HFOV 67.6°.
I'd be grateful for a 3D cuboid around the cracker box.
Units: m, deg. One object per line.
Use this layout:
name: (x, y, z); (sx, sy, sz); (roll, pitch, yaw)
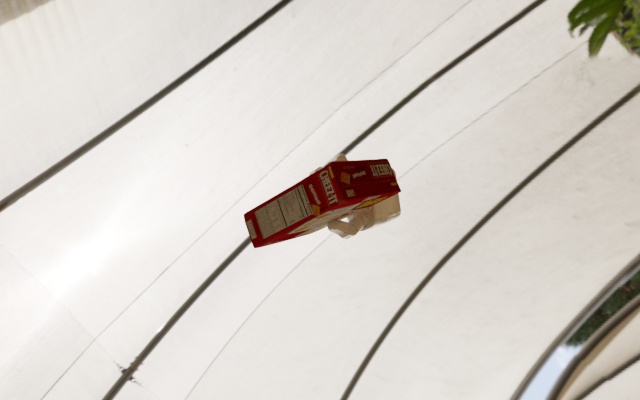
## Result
cracker box: (0.000, 0.003, 0.800); (0.214, 0.072, 0.164); (-28, -11, 37)
